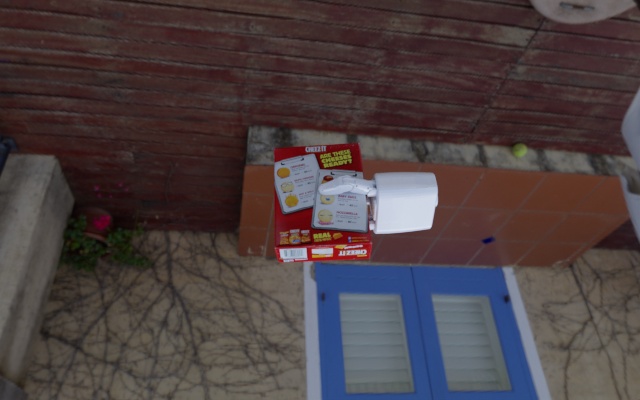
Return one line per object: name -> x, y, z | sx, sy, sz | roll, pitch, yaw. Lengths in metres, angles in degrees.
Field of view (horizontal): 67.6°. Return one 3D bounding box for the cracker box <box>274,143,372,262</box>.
cracker box -> 0.000, 0.003, 0.865 | 0.164, 0.213, 0.072 | -3, -33, -1
